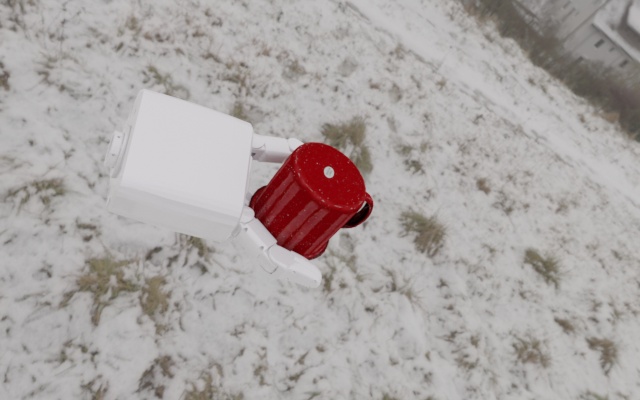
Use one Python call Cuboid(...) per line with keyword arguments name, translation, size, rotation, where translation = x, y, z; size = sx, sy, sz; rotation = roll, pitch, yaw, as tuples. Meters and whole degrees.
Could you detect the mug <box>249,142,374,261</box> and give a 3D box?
Cuboid(name="mug", translation=(0.001, 0.002, 0.466), size=(0.117, 0.093, 0.081), rotation=(16, -44, -28))
